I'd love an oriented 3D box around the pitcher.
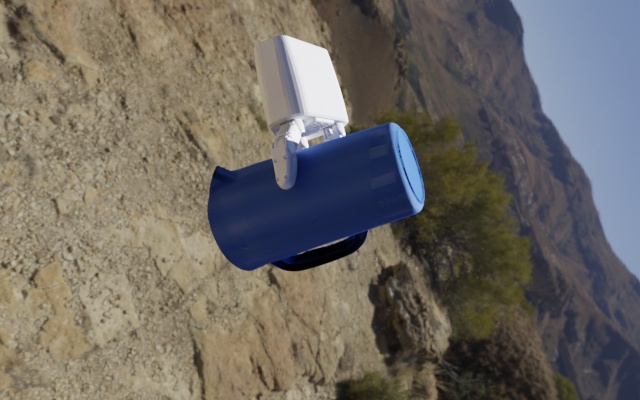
[{"bbox_3d":[0.000,0.002,0.587,0.243,0.145,0.149,-17,-11,22],"label":"pitcher"}]
